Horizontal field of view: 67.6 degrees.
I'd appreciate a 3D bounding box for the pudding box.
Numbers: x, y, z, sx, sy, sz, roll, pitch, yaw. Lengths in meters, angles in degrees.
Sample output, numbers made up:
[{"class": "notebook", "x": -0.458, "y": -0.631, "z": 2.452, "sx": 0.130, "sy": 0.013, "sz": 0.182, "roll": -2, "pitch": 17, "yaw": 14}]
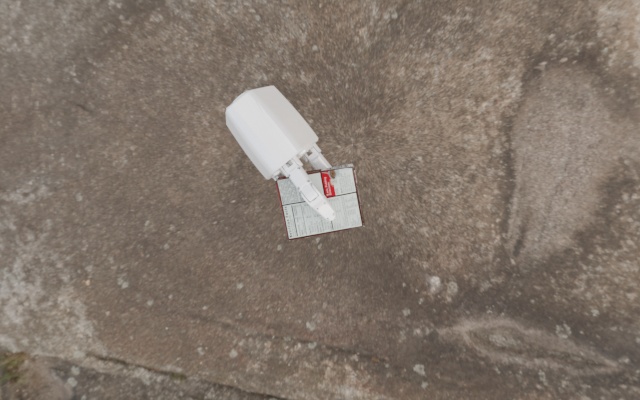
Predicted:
[{"class": "pudding box", "x": 0.000, "y": 0.002, "z": 0.675, "sx": 0.113, "sy": 0.090, "sz": 0.039, "roll": -10, "pitch": 8, "yaw": 4}]
